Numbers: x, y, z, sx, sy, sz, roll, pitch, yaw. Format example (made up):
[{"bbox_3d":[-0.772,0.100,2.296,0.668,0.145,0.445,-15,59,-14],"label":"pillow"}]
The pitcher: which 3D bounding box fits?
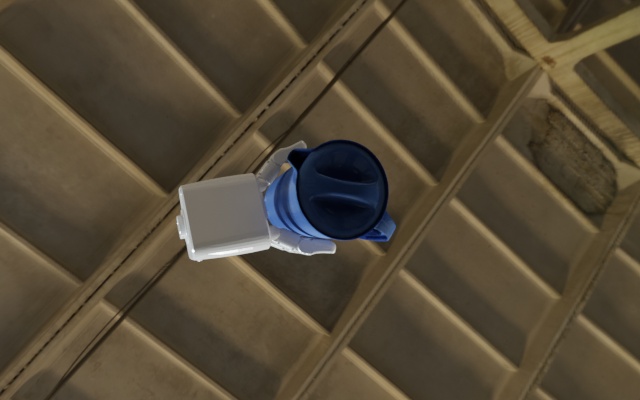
[{"bbox_3d":[0.000,0.002,0.732,0.145,0.149,0.243,-11,-1,-20],"label":"pitcher"}]
